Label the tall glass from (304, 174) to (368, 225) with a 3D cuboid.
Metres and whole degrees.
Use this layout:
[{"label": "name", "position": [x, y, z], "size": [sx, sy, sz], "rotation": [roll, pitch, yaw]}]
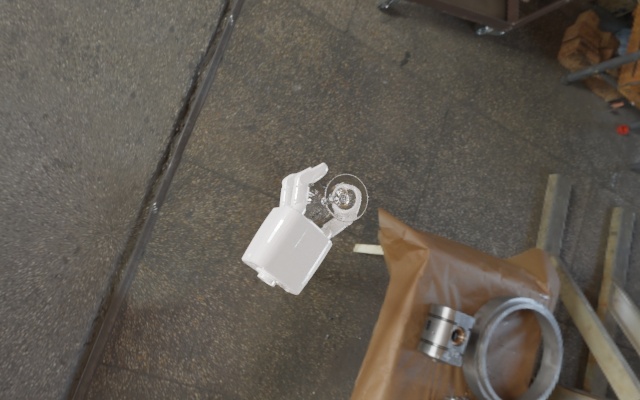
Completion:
[{"label": "tall glass", "position": [0.001, 0.003, 0.819], "size": [0.079, 0.079, 0.201], "rotation": [0, -4, -24]}]
